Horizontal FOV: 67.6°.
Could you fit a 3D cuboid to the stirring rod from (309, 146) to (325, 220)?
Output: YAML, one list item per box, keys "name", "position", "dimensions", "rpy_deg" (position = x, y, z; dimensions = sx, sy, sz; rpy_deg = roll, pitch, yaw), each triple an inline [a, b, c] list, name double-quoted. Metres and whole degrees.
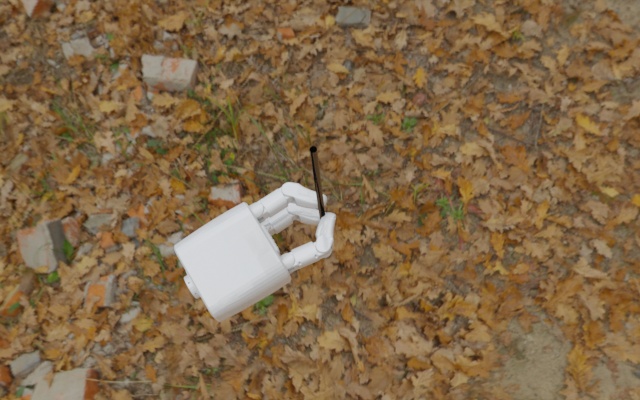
- name: "stirring rod"
  position: [0.000, 0.002, 0.596]
  dimensions: [0.011, 0.011, 0.240]
  rpy_deg: [0, -27, 4]
